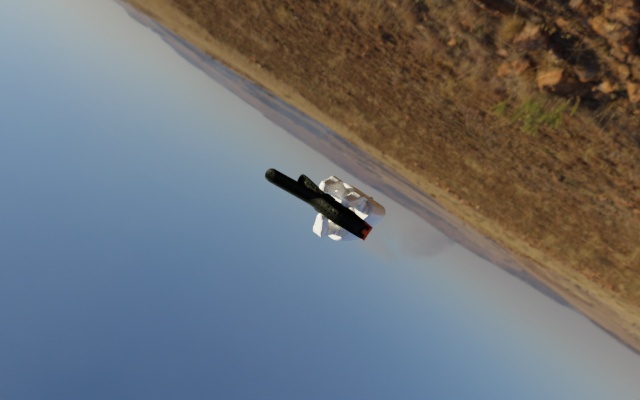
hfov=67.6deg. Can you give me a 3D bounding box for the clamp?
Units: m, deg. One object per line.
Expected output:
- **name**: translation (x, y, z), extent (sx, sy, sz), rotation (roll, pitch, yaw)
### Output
- **clamp**: translation (0.000, 0.004, 0.885), extent (0.210, 0.036, 0.164), rotation (37, 12, 24)
